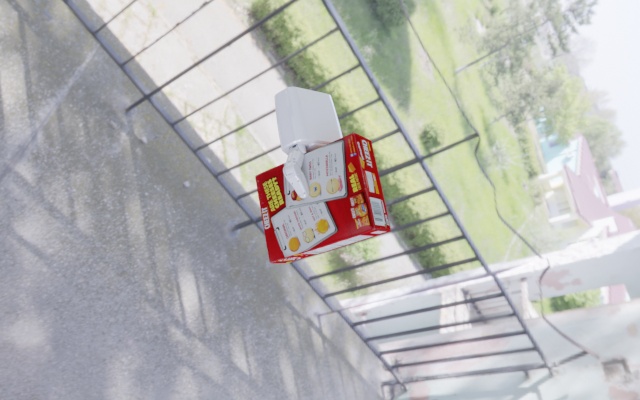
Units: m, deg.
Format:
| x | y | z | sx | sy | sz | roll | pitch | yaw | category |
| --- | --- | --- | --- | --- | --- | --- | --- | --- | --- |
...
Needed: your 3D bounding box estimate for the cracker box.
| x | y | z | sx | sy | sz | roll | pitch | yaw | category |
| --- | --- | --- | --- | --- | --- | --- | --- | --- | --- |
| 0.000 | 0.003 | 0.813 | 0.214 | 0.164 | 0.072 | -21 | -18 | 31 | cracker box |
